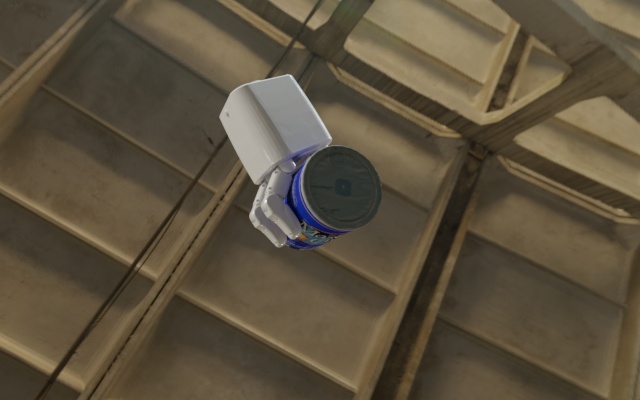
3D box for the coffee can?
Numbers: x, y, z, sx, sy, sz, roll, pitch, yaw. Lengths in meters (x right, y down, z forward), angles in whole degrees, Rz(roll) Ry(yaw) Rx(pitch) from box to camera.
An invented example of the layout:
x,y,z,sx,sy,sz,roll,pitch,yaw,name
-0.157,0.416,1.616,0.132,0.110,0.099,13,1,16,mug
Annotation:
x,y,z,sx,sy,sz,roll,pitch,yaw,name
0.000,0.002,0.613,0.103,0.102,0.140,0,-15,-24,coffee can
